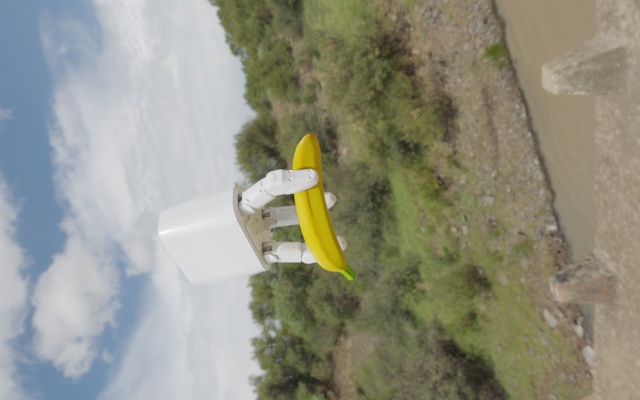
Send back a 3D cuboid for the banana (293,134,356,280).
[{"bbox_3d":[-0.006,0.002,0.580,0.037,0.197,0.069,-19,-16,18],"label":"banana"}]
